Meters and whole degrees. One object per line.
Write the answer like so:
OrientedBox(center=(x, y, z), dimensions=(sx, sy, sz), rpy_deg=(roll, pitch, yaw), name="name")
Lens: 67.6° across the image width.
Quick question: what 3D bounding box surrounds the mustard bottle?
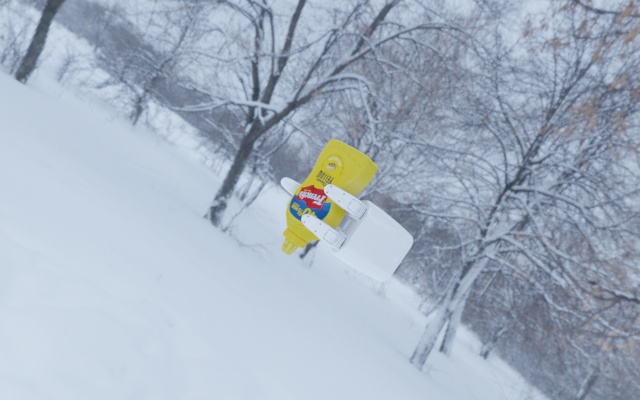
OrientedBox(center=(0.000, 0.002, 0.743), dimensions=(0.096, 0.191, 0.058), rpy_deg=(34, -1, 39), name="mustard bottle")
